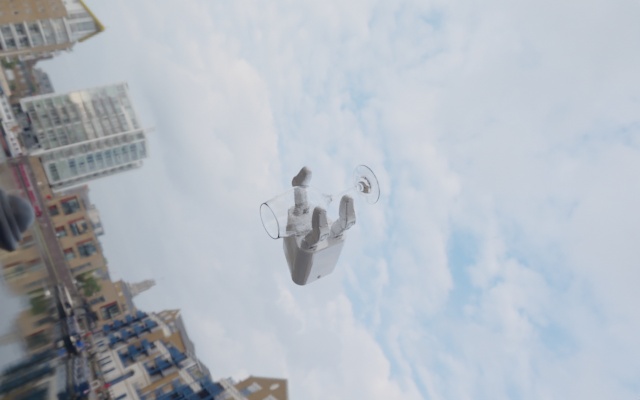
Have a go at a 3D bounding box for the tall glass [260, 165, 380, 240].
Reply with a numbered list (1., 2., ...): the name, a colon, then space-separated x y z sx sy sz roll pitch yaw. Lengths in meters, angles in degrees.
1. tall glass: 0.001 0.002 0.806 0.201 0.079 0.079 -20 10 -29
